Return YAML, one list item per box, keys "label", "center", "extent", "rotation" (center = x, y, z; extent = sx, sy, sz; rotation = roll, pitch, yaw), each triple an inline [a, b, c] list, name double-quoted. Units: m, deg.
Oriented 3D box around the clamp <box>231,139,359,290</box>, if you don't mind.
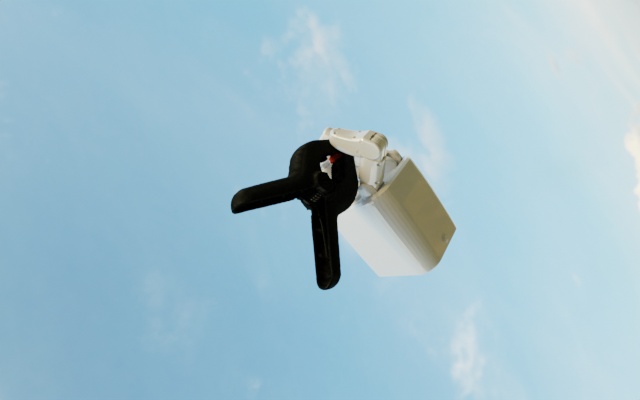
- label: "clamp"
  center: [0.000, 0.002, 0.465]
  extent: [0.039, 0.120, 0.171]
  rotation: [-26, 16, 43]
